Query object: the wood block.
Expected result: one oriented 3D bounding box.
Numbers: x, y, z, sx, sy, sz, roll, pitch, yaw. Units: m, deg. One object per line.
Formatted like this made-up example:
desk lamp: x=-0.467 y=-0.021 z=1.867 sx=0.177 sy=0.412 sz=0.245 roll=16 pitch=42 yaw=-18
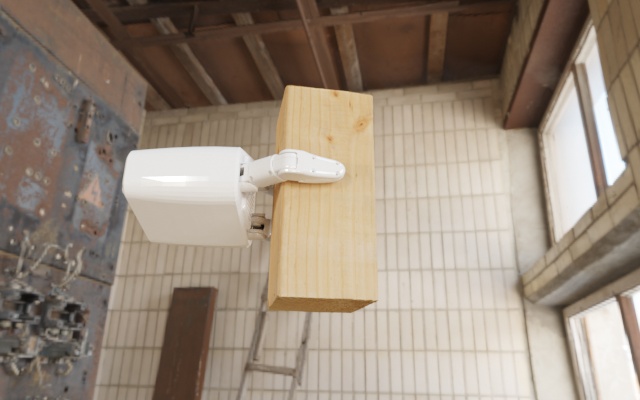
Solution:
wood block: x=0.000 y=0.001 z=0.476 sx=0.090 sy=0.206 sz=0.091 roll=4 pitch=-20 yaw=-11
